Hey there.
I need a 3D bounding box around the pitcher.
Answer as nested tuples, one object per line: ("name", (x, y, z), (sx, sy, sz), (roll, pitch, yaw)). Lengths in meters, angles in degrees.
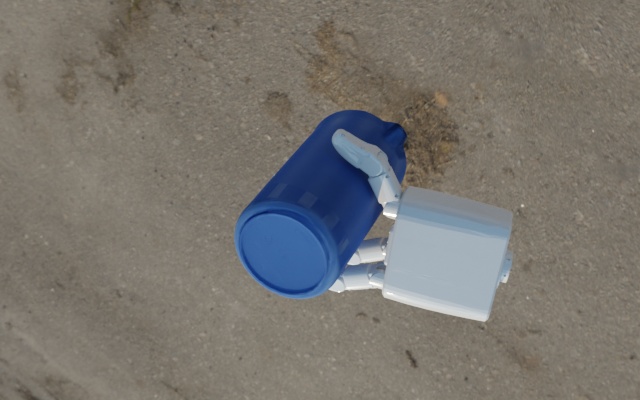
("pitcher", (0.000, 0.002, 0.537), (0.145, 0.149, 0.242), (14, 31, 16))
